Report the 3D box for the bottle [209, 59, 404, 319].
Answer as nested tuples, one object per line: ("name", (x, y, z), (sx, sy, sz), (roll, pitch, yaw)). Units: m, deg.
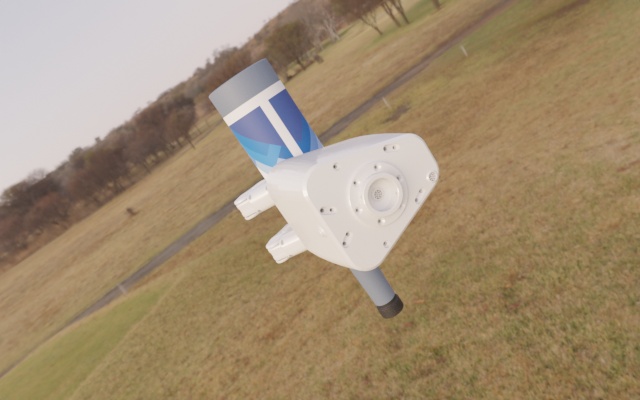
("bottle", (0.000, 0.001, 0.490), (0.069, 0.296, 0.069), (-32, 13, 8))
